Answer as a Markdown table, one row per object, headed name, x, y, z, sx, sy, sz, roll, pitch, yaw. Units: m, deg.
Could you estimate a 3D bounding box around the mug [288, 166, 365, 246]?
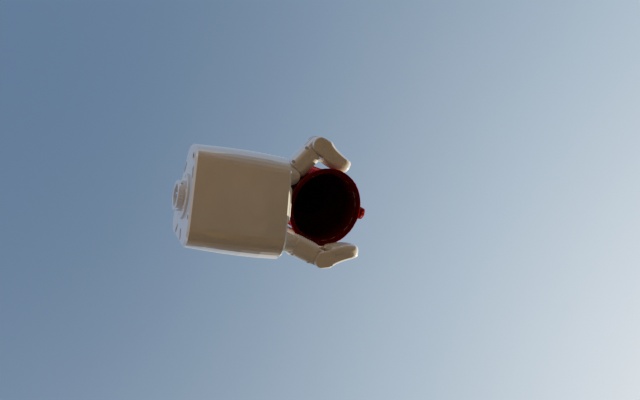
| name | x | y | z | sx | sy | sz | roll | pitch | yaw |
| --- | --- | --- | --- | --- | --- | --- | --- | --- | --- |
| mug | 0.001 | 0.002 | 0.595 | 0.117 | 0.093 | 0.081 | 10 | 8 | -27 |
